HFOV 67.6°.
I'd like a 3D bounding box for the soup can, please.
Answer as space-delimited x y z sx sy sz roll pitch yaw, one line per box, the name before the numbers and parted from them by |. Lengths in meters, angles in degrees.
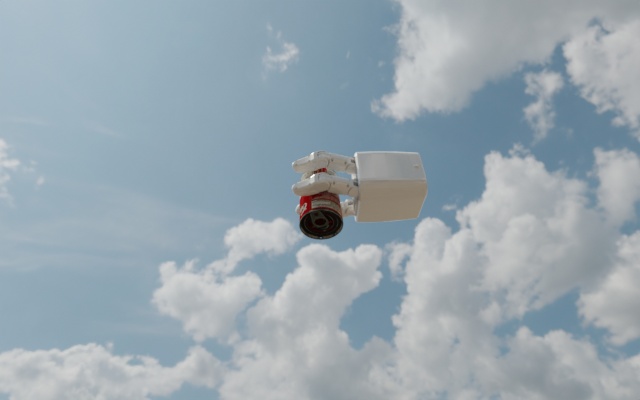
soup can | 0.000 0.002 0.767 0.068 0.069 0.102 -1 45 -1
